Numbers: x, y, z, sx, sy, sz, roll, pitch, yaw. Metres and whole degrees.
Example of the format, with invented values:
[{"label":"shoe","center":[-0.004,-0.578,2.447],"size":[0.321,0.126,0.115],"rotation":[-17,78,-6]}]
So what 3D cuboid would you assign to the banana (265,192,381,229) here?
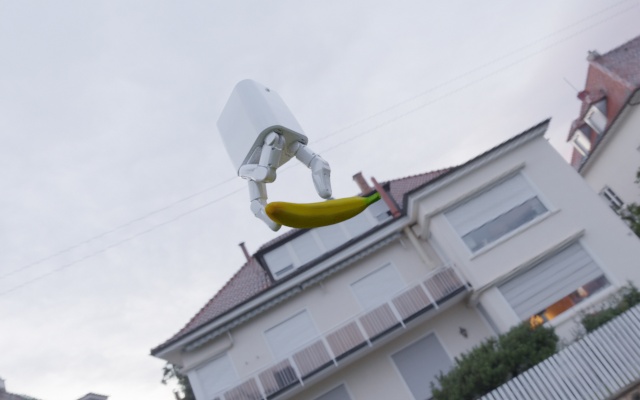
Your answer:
[{"label":"banana","center":[-0.005,0.013,0.700],"size":[0.198,0.037,0.070],"rotation":[-8,-33,-35]}]
